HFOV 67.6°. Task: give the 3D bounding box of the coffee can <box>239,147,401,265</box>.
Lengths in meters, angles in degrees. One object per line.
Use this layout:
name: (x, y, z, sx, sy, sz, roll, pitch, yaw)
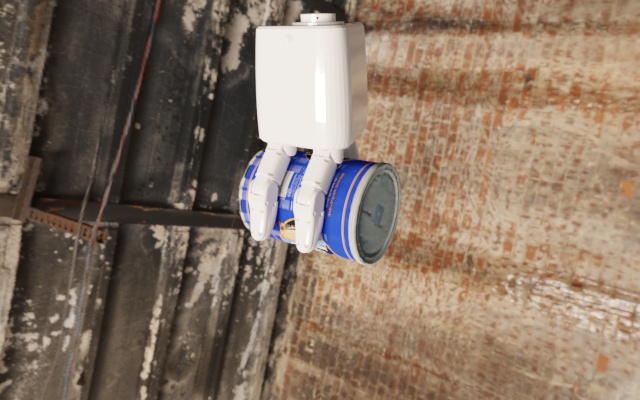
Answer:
coffee can: (0.000, 0.002, 0.504, 0.140, 0.103, 0.103, 12, 6, 31)
